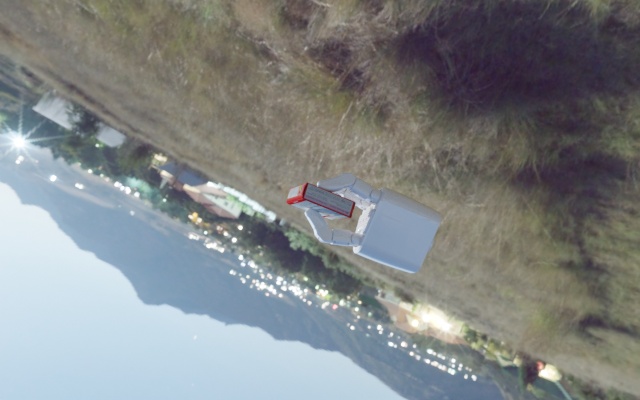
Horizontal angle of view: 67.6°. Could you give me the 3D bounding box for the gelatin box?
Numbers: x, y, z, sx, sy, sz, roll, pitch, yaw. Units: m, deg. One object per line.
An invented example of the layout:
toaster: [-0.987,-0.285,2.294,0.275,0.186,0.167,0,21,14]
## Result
gelatin box: [0.000,0.003,0.758,0.089,0.030,0.073,21,-13,-20]
